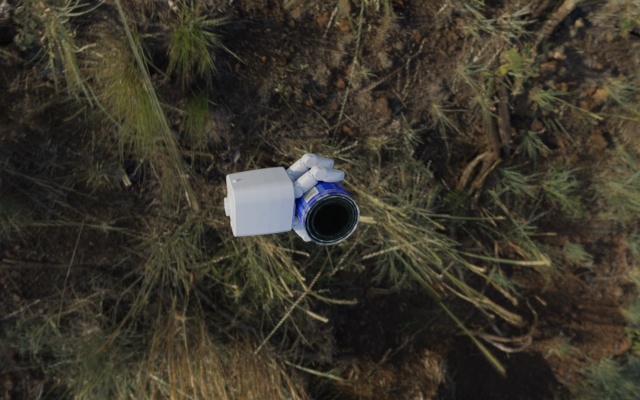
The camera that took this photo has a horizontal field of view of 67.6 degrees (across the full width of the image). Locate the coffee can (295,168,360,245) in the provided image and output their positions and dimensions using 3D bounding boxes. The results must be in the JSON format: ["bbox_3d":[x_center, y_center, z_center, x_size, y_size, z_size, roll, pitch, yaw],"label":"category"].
[{"bbox_3d":[0.000,0.003,0.884,0.103,0.103,0.140,0,27,-20],"label":"coffee can"}]
